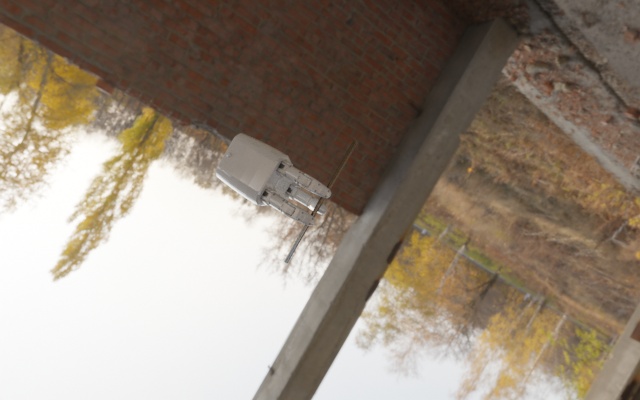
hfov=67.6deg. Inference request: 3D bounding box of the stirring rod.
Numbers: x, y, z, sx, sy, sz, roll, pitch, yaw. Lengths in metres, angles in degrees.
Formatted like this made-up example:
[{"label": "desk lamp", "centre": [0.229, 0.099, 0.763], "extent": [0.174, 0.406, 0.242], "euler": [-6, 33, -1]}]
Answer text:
[{"label": "stirring rod", "centre": [0.000, 0.003, 0.821], "extent": [0.011, 0.239, 0.011], "euler": [30, 1, 0]}]
